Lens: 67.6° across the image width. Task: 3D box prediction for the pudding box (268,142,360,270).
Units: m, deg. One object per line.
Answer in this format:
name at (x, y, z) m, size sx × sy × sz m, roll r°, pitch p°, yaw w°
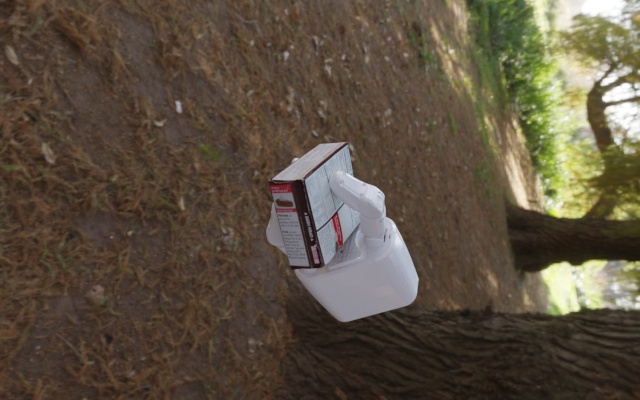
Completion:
pudding box at (0.000, 0.002, 0.462) m, size 0.039 × 0.090 × 0.113 m, roll -4°, pitch 21°, yaw 25°
